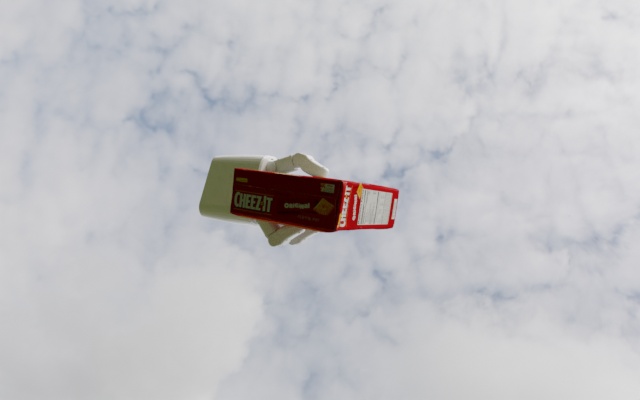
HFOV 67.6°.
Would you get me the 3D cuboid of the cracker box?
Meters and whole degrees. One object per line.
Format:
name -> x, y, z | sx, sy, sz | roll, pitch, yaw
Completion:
cracker box -> 0.000, 0.002, 0.692 | 0.164, 0.072, 0.214 | 8, 2, 28
